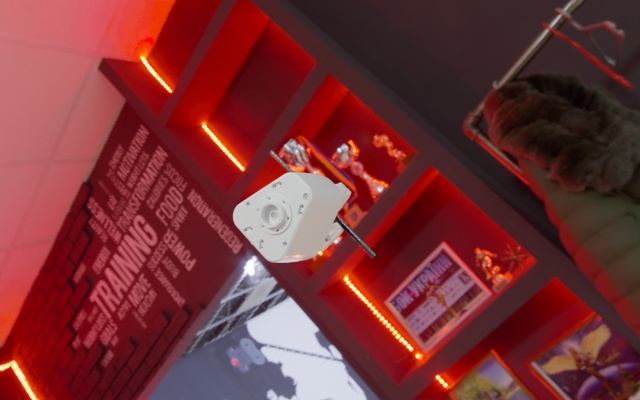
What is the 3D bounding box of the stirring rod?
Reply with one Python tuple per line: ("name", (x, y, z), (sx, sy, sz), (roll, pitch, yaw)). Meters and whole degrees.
("stirring rod", (0.000, 0.003, 0.750), (0.239, 0.011, 0.011), (45, 16, 17))
